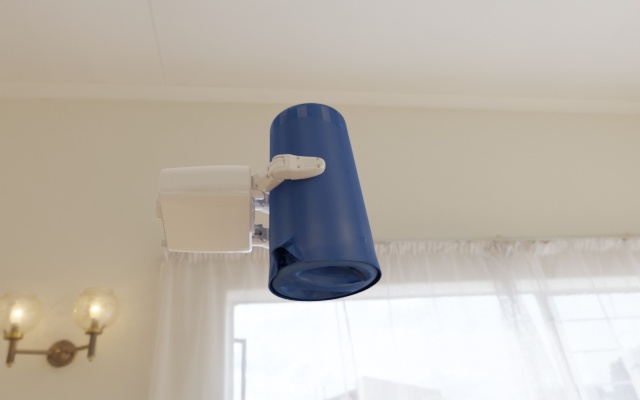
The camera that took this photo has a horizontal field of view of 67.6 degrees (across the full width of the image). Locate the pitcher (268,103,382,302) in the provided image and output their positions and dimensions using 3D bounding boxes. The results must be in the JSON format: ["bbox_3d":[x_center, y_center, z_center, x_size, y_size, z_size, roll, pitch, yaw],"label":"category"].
[{"bbox_3d":[0.000,0.002,0.619,0.145,0.242,0.149,-1,-30,-8],"label":"pitcher"}]
